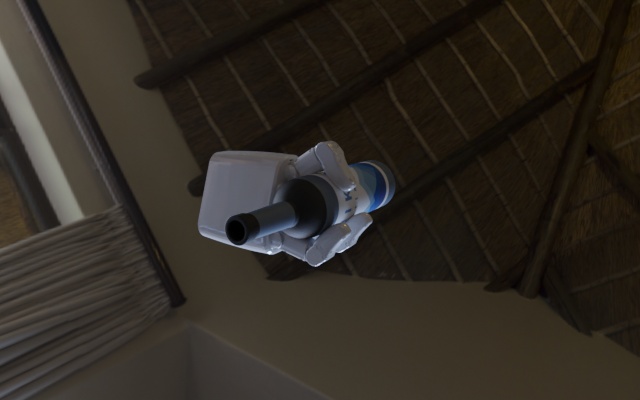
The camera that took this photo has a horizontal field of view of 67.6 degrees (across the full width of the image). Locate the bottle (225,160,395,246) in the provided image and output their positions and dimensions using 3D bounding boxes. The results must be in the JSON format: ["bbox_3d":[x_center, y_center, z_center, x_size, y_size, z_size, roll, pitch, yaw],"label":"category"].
[{"bbox_3d":[0.000,0.002,0.540,0.069,0.069,0.295,0,10,30],"label":"bottle"}]
